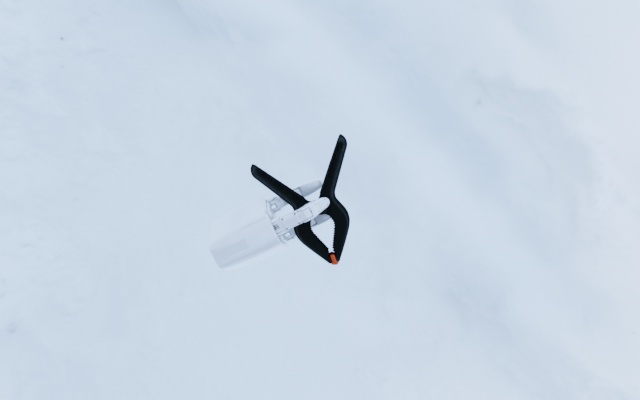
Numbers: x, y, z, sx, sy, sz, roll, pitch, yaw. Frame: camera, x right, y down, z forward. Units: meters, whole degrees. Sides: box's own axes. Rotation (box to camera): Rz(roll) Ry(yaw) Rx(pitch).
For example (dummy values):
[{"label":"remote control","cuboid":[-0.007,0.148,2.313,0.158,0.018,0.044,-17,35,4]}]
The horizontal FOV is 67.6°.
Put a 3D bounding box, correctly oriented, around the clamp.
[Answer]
[{"label":"clamp","cuboid":[0.000,0.003,0.791,0.164,0.210,0.036,-25,7,4]}]
